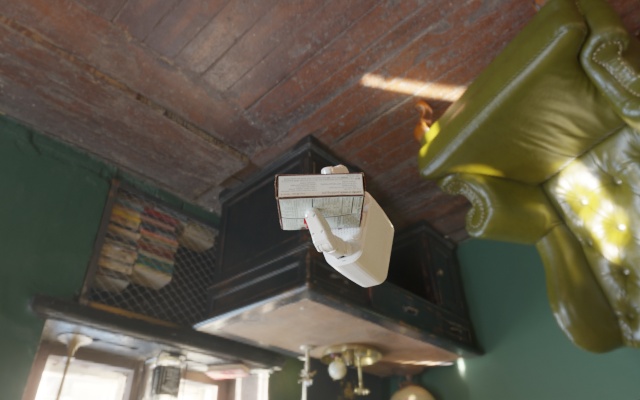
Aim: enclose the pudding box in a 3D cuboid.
[{"bbox_3d":[0.000,0.002,0.625,0.113,0.039,0.090,-3,-30,-2],"label":"pudding box"}]
